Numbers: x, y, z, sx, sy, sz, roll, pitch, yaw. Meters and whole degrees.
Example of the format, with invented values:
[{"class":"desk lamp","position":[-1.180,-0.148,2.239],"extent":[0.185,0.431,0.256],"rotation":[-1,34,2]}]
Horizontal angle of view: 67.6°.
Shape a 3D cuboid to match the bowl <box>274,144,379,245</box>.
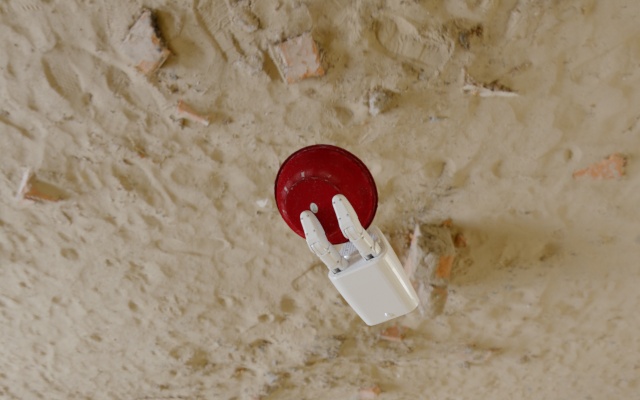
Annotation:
[{"class":"bowl","position":[-0.001,0.001,0.695],"extent":[0.162,0.162,0.055],"rotation":[0,20,16]}]
